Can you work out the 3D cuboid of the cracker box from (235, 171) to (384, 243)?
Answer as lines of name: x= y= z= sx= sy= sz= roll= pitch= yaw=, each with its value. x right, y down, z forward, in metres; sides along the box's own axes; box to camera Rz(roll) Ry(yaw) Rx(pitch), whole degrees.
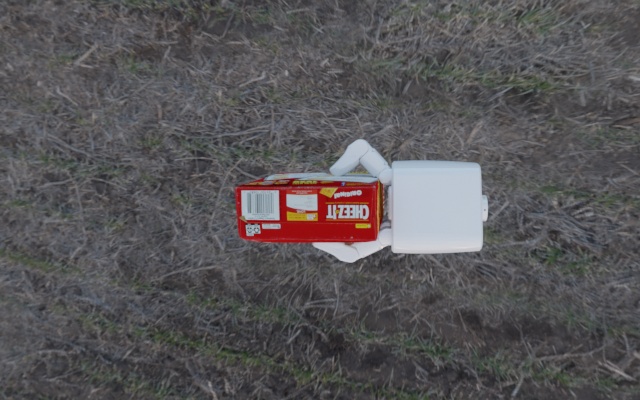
cracker box: x=0.000 y=0.002 z=0.638 sx=0.164 sy=0.072 sz=0.213 roll=0 pitch=7 yaw=10
